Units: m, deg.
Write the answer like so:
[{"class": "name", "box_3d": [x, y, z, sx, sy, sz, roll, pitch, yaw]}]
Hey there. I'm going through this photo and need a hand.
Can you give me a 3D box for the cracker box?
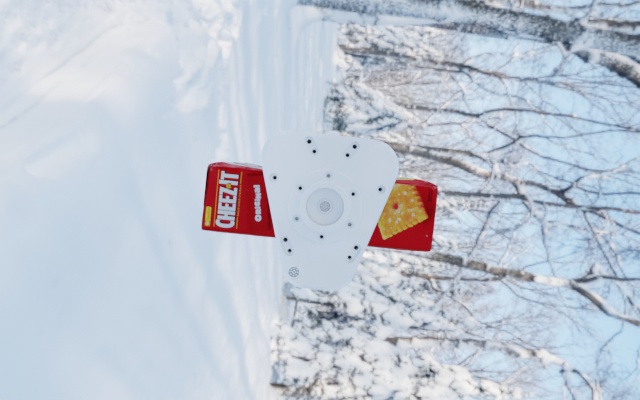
[{"class": "cracker box", "box_3d": [0.000, 0.002, 0.514, 0.214, 0.072, 0.164, 6, 3, 0]}]
